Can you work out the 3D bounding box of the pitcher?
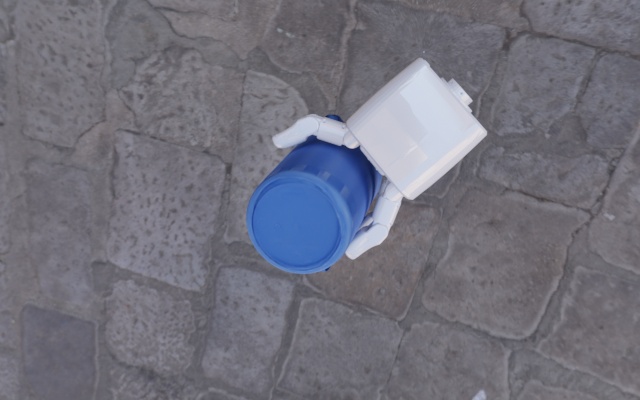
[{"bbox_3d":[0.000,0.002,0.574,0.145,0.149,0.242,-42,5,19],"label":"pitcher"}]
